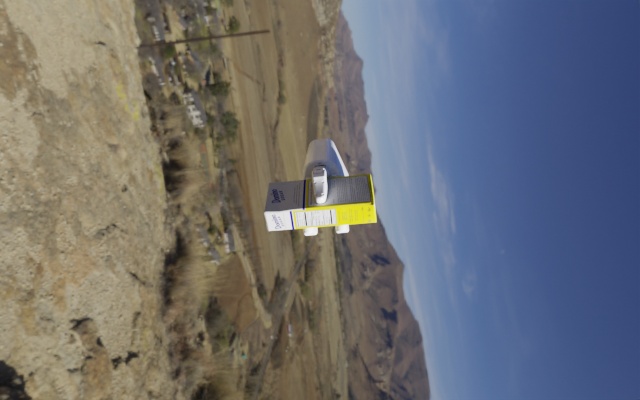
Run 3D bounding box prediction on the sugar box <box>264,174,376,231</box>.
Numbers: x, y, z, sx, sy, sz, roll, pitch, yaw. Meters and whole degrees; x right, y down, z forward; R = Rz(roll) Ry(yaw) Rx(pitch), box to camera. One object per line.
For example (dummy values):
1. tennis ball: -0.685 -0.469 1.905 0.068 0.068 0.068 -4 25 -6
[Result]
1. sugar box: 0.000 0.003 0.789 0.176 0.048 0.093 -6 33 5
